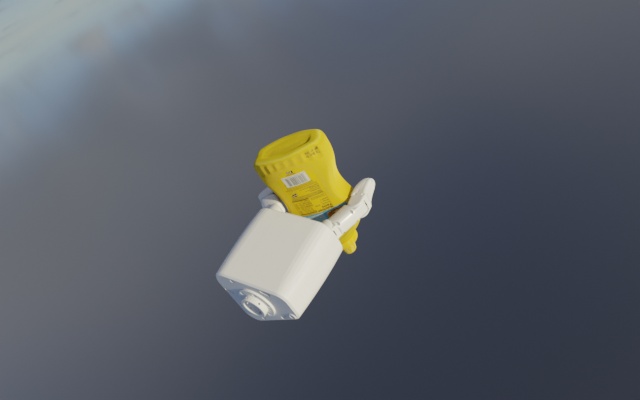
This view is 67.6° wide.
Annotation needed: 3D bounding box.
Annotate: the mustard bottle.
[{"bbox_3d":[0.000,0.002,0.628,0.096,0.192,0.058,-18,35,21],"label":"mustard bottle"}]
